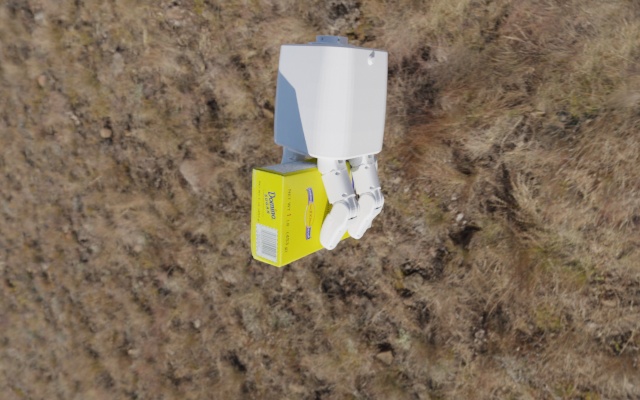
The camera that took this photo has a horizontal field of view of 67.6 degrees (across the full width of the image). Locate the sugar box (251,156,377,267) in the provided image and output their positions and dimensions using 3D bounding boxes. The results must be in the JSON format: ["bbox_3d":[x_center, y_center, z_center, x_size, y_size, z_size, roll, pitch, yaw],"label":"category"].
[{"bbox_3d":[0.000,0.002,0.520,0.048,0.093,0.176,16,20,35],"label":"sugar box"}]
